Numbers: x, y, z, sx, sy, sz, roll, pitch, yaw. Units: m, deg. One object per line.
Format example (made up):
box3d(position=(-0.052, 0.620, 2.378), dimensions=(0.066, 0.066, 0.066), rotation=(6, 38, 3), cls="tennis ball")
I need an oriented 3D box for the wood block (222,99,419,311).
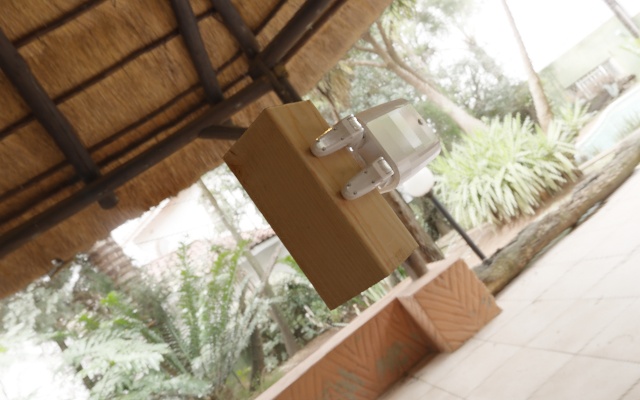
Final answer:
box3d(position=(0.000, 0.002, 0.527), dimensions=(0.091, 0.206, 0.090), rotation=(-40, -7, 36), cls="wood block")
